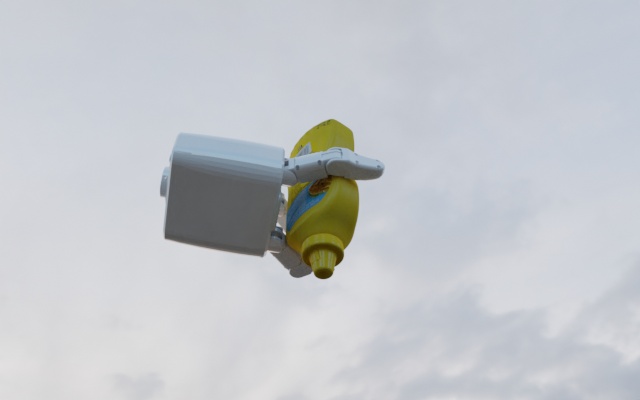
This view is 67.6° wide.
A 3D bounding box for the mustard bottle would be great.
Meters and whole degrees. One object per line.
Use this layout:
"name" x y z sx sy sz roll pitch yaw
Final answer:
"mustard bottle" 0.000 0.002 0.506 0.058 0.191 0.096 30 -54 -26
